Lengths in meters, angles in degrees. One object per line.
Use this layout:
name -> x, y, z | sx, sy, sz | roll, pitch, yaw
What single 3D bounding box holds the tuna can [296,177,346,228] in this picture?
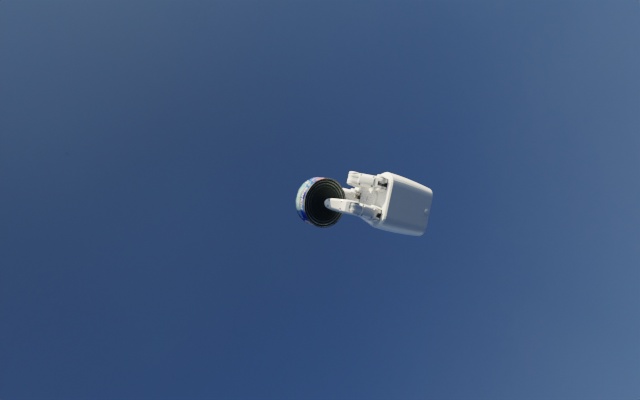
tuna can -> 0.000, 0.003, 0.829 | 0.086, 0.086, 0.033 | 0, 6, -33
